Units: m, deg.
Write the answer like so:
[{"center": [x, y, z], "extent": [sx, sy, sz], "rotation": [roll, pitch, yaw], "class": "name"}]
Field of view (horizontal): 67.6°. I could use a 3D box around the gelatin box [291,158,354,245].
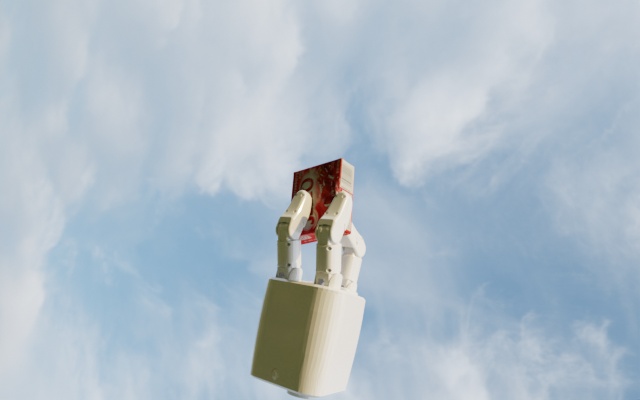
[{"center": [0.000, 0.002, 0.555], "extent": [0.073, 0.089, 0.030], "rotation": [-14, -31, 35], "class": "gelatin box"}]
